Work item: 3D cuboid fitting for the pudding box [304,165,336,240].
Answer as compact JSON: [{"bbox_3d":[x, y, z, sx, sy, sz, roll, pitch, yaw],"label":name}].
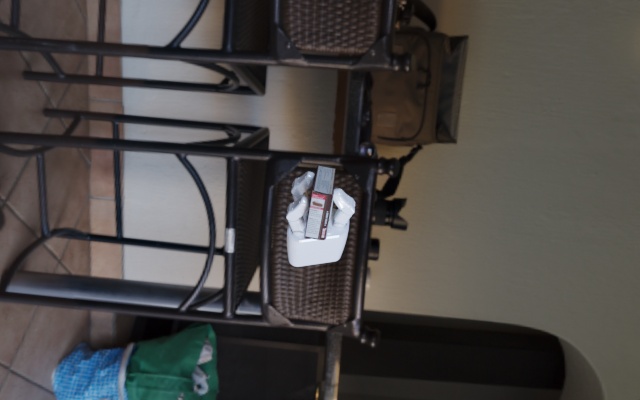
[{"bbox_3d":[0.000,0.003,0.813,0.039,0.090,0.113,8,26,-2],"label":"pudding box"}]
